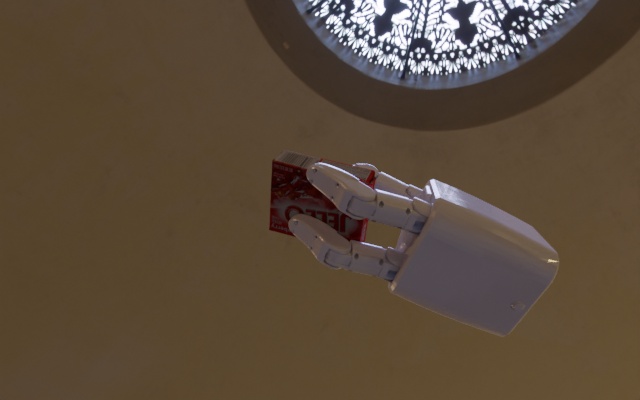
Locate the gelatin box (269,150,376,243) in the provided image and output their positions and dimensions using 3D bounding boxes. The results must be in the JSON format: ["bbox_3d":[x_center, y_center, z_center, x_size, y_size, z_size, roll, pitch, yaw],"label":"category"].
[{"bbox_3d":[0.000,0.001,0.425,0.089,0.073,0.030,15,32,14],"label":"gelatin box"}]
